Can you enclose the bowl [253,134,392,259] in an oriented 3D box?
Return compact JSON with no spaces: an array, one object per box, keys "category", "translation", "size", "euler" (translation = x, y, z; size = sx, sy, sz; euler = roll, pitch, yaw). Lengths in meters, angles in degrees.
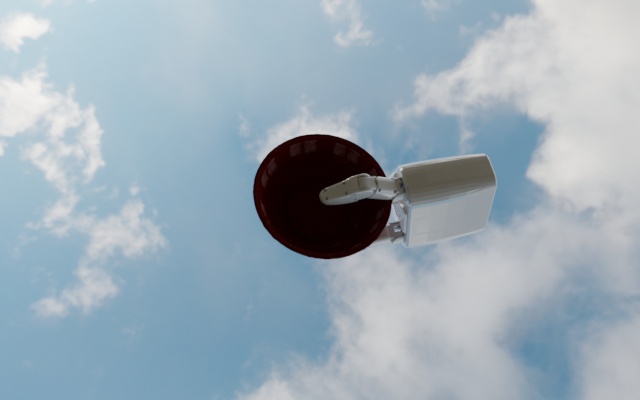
[{"category":"bowl","translation":[-0.001,0.002,0.571],"size":[0.162,0.162,0.055],"euler":[0,-26,-9]}]
